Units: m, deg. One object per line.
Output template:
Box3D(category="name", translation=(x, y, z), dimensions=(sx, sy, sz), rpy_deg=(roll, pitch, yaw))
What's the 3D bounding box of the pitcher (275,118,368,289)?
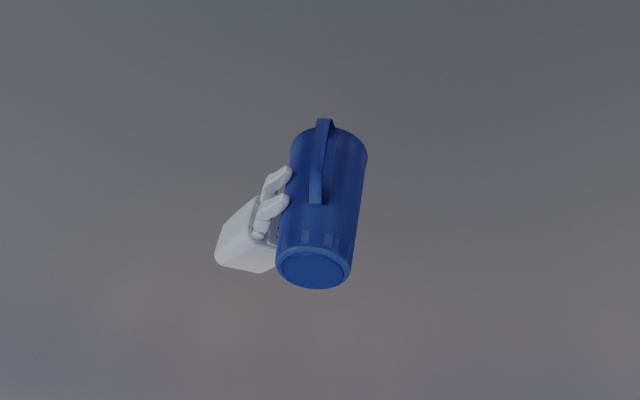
Box3D(category="pitcher", translation=(0.000, 0.003, 0.734), dimensions=(0.149, 0.242, 0.145), rpy_deg=(35, -47, -28))
